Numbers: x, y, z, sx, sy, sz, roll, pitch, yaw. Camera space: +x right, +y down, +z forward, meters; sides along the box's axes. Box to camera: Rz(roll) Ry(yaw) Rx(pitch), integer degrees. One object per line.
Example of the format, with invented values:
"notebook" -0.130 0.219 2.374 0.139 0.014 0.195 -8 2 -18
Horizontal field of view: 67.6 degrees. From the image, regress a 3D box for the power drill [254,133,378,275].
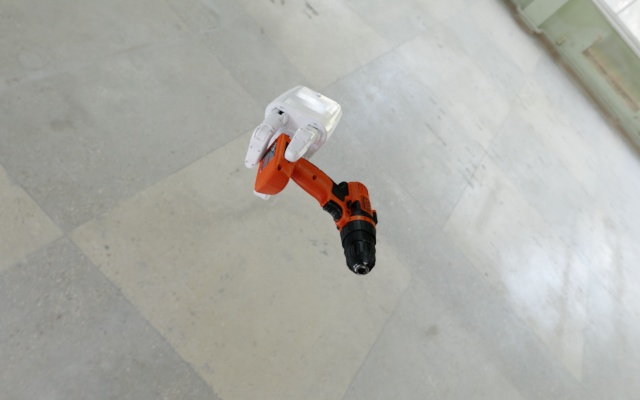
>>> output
"power drill" 0.000 0.002 0.660 0.188 0.057 0.184 35 27 -22
